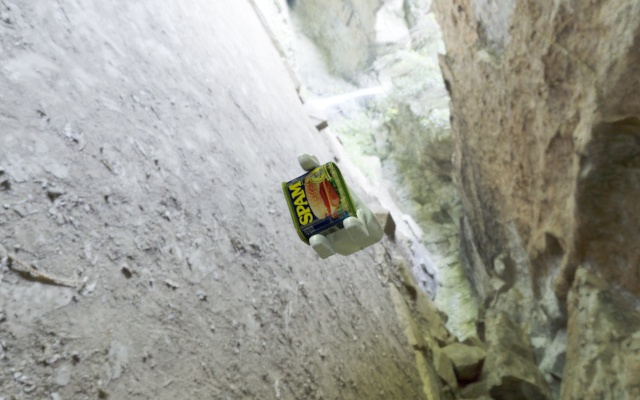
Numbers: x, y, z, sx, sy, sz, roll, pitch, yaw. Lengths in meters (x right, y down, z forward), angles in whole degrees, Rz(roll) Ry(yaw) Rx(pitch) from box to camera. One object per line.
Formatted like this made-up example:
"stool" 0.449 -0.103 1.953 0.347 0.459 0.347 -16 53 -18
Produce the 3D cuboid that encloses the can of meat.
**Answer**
"can of meat" 0.000 0.002 0.700 0.084 0.102 0.057 -25 -27 11
